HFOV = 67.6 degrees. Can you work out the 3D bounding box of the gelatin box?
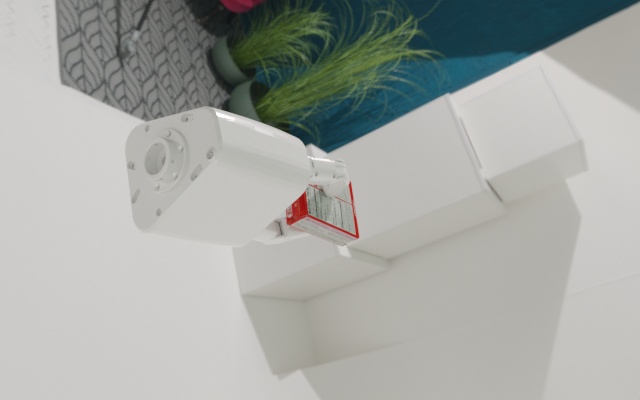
[{"bbox_3d":[0.001,0.002,0.508,0.030,0.073,0.089,-29,-36,33],"label":"gelatin box"}]
